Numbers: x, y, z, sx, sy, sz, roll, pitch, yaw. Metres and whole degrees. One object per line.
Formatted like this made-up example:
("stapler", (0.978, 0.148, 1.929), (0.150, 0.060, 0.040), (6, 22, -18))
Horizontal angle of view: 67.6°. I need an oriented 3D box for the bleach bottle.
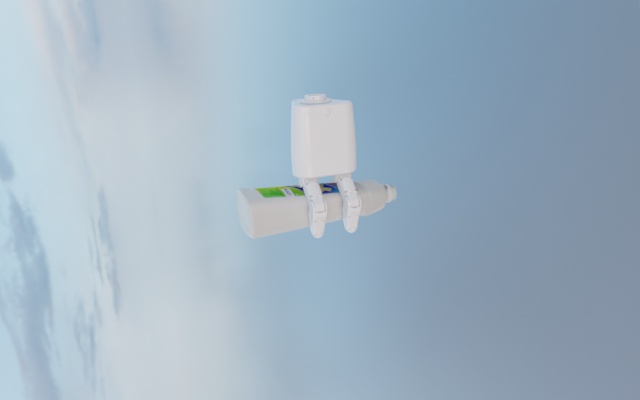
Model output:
("bleach bottle", (0.000, 0.003, 0.765), (0.251, 0.068, 0.102), (-9, 18, -19))
